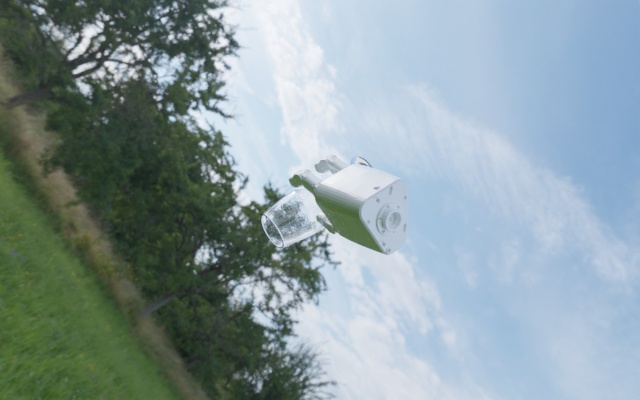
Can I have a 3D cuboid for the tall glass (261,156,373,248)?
[{"bbox_3d":[0.001,0.002,0.794,0.201,0.079,0.079,-31,14,-25],"label":"tall glass"}]
